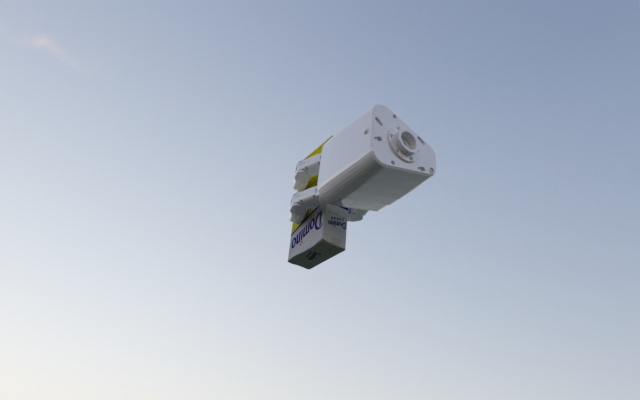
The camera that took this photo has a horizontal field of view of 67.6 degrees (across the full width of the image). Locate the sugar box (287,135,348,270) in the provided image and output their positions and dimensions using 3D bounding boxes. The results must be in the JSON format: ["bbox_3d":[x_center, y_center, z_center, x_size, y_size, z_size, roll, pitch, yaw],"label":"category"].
[{"bbox_3d":[0.000,0.002,0.694,0.048,0.176,0.093,25,-37,-24],"label":"sugar box"}]
